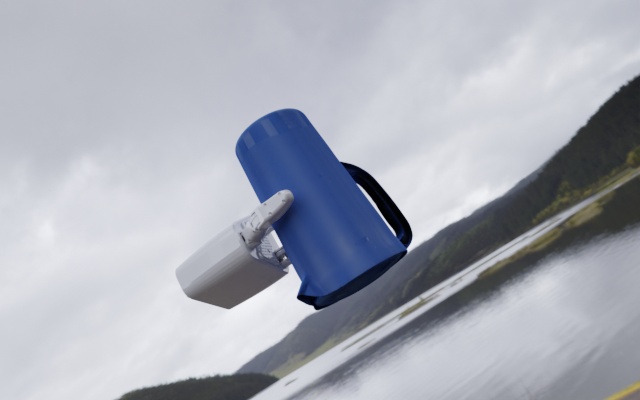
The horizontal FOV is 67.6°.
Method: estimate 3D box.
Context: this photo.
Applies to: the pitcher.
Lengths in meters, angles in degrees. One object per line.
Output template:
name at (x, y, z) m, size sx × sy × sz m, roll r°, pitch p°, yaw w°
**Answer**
pitcher at (0.000, 0.002, 0.613) m, size 0.145 × 0.242 × 0.149 m, roll -36°, pitch -17°, yaw 13°
